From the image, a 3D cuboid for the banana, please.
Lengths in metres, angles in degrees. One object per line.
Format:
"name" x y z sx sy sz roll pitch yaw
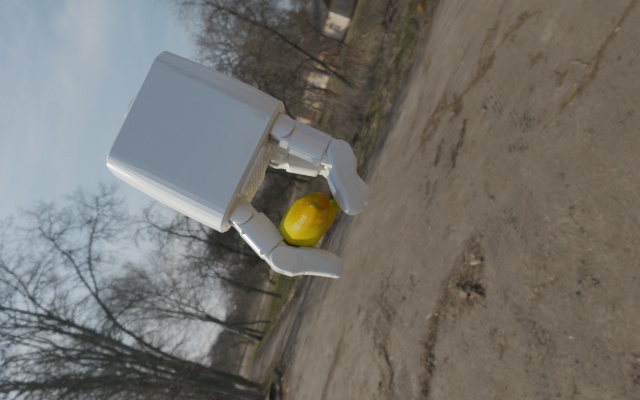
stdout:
"banana" -0.010 0.017 0.435 0.037 0.069 0.198 34 7 4
